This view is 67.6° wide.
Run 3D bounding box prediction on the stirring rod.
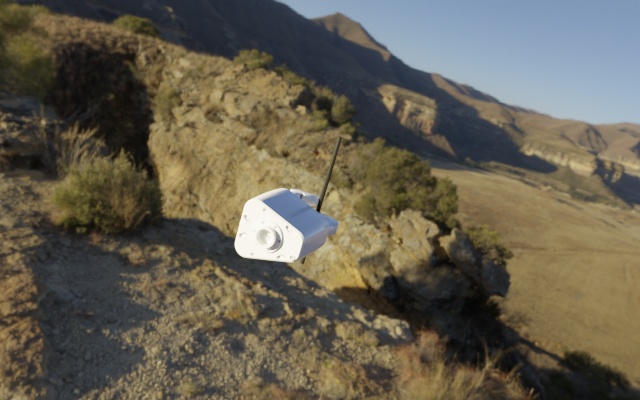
[{"bbox_3d":[0.000,0.003,0.845,0.011,0.239,0.011,16,14,-4],"label":"stirring rod"}]
